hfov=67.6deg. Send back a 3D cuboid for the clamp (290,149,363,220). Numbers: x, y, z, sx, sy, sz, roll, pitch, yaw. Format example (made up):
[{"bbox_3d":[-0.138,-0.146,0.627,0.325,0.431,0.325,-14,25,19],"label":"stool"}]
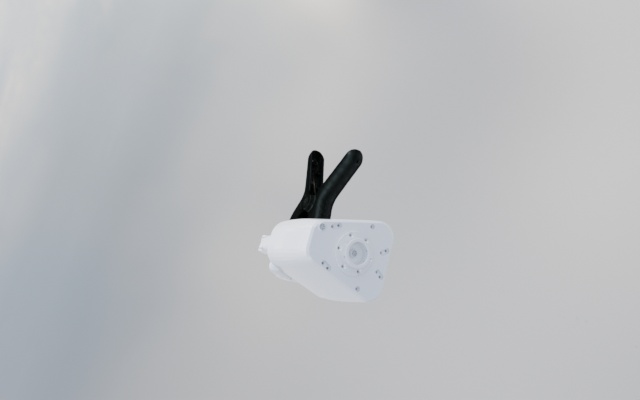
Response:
[{"bbox_3d":[-0.001,0.002,0.649,0.039,0.171,0.120,21,-15,-24],"label":"clamp"}]
